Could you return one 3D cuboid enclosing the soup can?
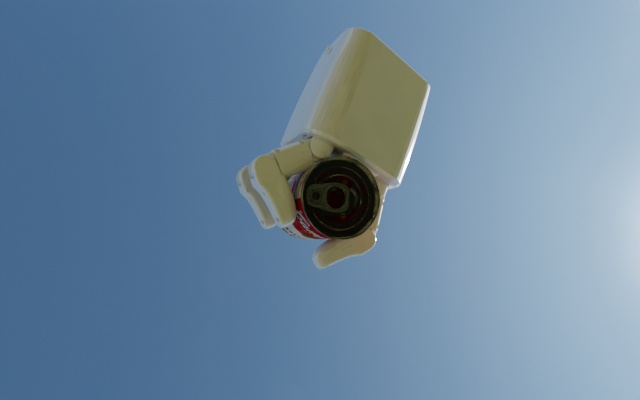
[{"bbox_3d":[0.000,0.002,0.429,0.068,0.068,0.102,0,-4,-20],"label":"soup can"}]
